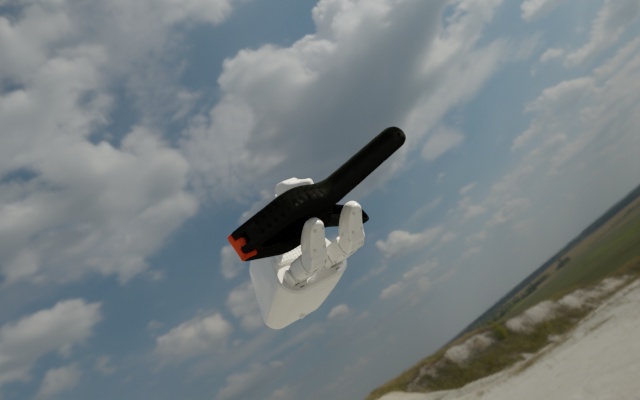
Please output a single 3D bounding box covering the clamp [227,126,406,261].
[{"bbox_3d":[-0.001,0.001,0.518,0.210,0.036,0.165,-22,-30,-35],"label":"clamp"}]
